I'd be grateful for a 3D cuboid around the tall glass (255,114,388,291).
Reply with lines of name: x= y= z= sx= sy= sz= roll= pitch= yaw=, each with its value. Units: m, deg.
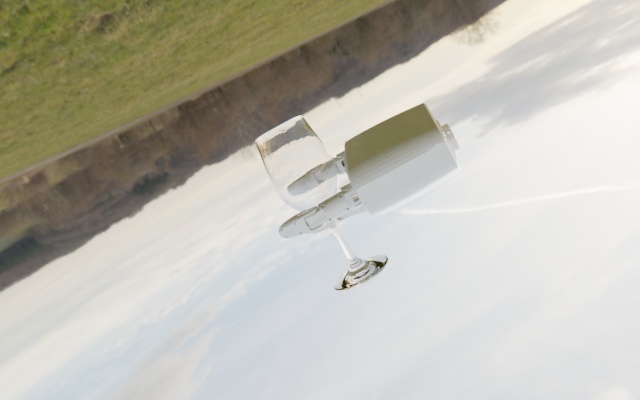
tall glass: x=0.000 y=0.003 z=0.558 sx=0.079 sy=0.201 sz=0.079 roll=-29 pitch=9 yaw=5
